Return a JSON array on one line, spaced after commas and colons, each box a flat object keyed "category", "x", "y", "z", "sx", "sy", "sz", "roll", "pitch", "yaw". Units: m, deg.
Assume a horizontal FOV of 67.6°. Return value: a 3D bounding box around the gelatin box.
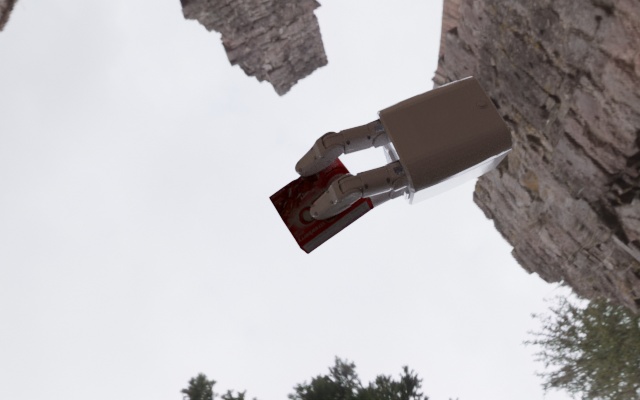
[{"category": "gelatin box", "x": 0.000, "y": 0.002, "z": 0.510, "sx": 0.089, "sy": 0.073, "sz": 0.030, "roll": -35, "pitch": -29, "yaw": 1}]
